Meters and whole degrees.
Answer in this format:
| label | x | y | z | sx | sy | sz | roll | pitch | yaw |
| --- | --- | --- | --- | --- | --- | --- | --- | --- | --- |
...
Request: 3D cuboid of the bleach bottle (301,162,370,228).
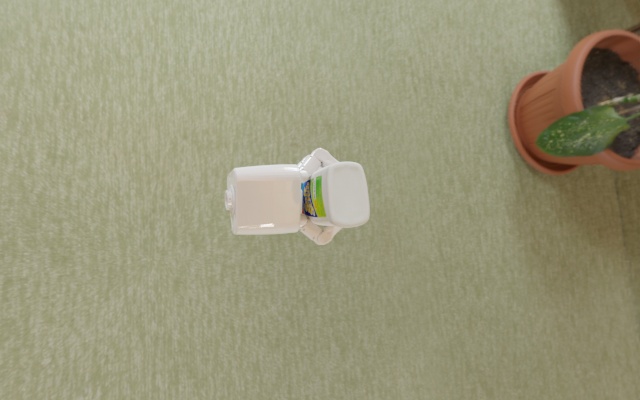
| label | x | y | z | sx | sy | sz | roll | pitch | yaw |
| --- | --- | --- | --- | --- | --- | --- | --- | --- | --- |
| bleach bottle | 0.000 | 0.003 | 0.820 | 0.068 | 0.102 | 0.251 | -4 | -5 | -20 |
